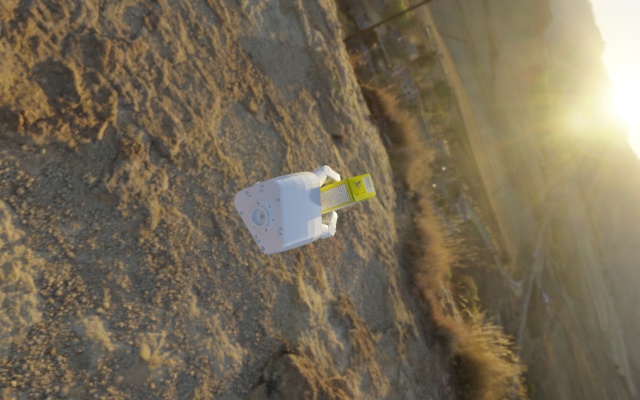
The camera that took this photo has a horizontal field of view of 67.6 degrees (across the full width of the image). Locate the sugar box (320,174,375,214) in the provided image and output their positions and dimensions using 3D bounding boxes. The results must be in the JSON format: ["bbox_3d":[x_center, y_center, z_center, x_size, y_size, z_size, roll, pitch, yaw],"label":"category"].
[{"bbox_3d":[0.000,0.002,0.842,0.176,0.048,0.093,-18,-1,30],"label":"sugar box"}]
